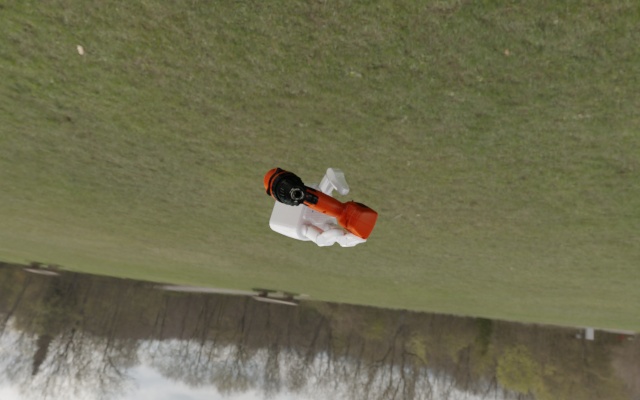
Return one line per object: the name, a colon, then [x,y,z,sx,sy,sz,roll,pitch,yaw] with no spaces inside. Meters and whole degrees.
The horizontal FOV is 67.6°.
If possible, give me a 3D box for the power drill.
power drill: [0.000,0.003,0.805,0.188,0.057,0.184,26,3,-19]
